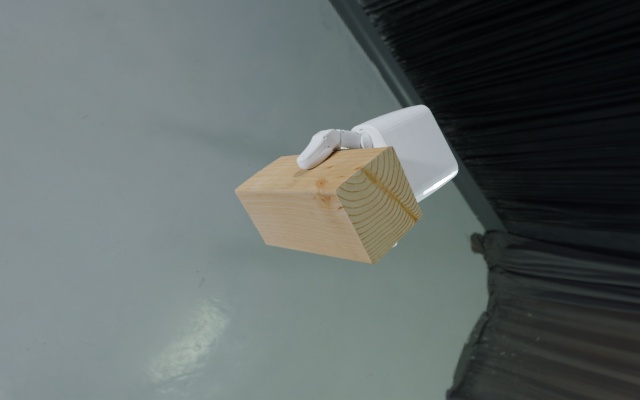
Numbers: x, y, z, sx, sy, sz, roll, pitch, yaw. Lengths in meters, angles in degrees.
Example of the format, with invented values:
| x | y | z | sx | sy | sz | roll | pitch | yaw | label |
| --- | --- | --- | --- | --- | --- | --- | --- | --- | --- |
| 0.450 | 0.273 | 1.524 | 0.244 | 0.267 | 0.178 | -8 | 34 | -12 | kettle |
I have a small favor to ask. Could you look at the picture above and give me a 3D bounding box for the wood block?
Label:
| x | y | z | sx | sy | sz | roll | pitch | yaw | label |
| --- | --- | --- | --- | --- | --- | --- | --- | --- | --- |
| 0.000 | 0.001 | 0.557 | 0.090 | 0.091 | 0.206 | -39 | 23 | -30 | wood block |
